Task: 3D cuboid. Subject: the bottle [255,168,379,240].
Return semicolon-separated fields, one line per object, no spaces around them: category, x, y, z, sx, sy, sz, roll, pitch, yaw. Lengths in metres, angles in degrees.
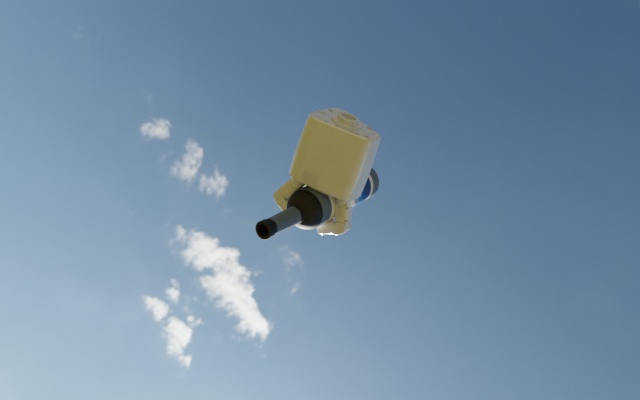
bottle;0.000;0.003;0.777;0.069;0.069;0.295;0;16;34
